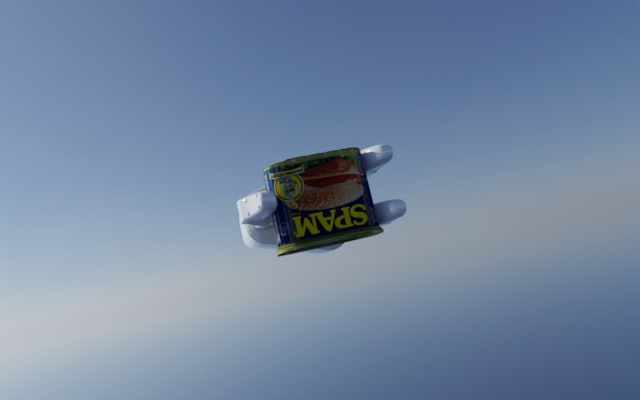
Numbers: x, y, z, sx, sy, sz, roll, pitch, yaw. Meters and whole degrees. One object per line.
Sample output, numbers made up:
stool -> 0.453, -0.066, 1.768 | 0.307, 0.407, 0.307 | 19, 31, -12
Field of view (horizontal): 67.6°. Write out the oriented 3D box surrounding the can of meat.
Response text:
can of meat -> 0.000, 0.001, 0.457 | 0.102, 0.084, 0.057 | -11, -9, -11
